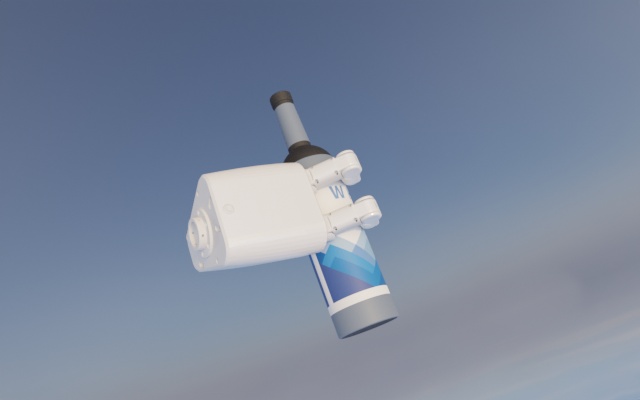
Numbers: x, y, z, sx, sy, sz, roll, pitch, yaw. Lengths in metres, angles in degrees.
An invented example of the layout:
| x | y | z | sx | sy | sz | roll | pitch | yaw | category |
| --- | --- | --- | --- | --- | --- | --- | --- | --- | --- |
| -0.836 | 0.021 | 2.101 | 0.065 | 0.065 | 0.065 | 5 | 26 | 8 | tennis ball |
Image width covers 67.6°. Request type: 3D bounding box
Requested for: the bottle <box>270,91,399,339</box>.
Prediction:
| x | y | z | sx | sy | sz | roll | pitch | yaw | category |
| --- | --- | --- | --- | --- | --- | --- | --- | --- | --- |
| 0.000 | 0.002 | 0.539 | 0.069 | 0.295 | 0.069 | -19 | -20 | -7 | bottle |
